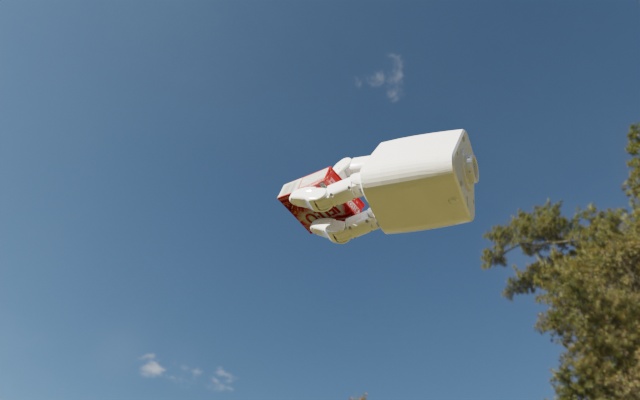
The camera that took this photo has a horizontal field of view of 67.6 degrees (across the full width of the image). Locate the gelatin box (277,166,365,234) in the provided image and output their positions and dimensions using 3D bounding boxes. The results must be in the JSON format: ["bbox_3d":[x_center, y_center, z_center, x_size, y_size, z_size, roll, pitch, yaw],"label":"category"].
[{"bbox_3d":[0.000,0.002,0.616,0.089,0.030,0.073,-19,-56,40],"label":"gelatin box"}]
